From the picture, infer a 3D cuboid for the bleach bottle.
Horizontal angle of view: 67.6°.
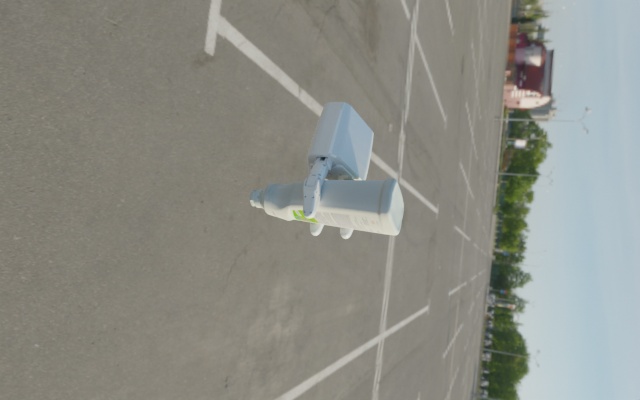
[{"bbox_3d":[0.000,0.003,0.763,0.251,0.068,0.103,5,-25,21],"label":"bleach bottle"}]
